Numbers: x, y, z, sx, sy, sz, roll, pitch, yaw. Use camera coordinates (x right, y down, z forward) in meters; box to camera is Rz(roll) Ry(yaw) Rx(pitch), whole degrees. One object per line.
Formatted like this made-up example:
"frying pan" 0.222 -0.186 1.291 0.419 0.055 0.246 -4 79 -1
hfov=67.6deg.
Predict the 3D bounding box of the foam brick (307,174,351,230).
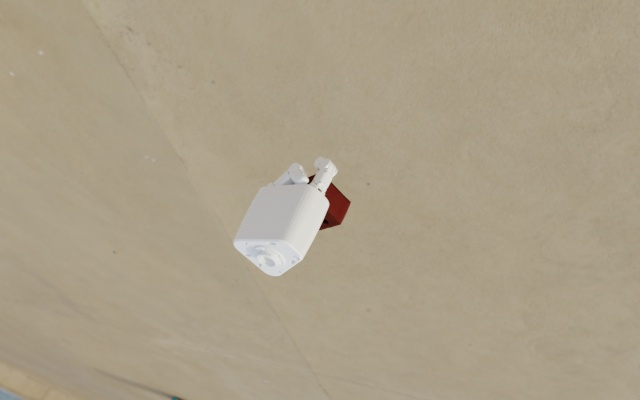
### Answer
"foam brick" 0.000 0.003 0.771 0.053 0.051 0.078 -19 -54 43
